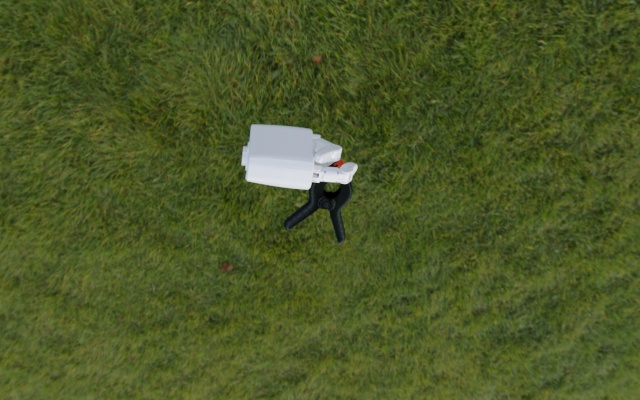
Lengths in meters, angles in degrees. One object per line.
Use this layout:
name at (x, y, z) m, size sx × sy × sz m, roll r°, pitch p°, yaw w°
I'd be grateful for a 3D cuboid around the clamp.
clamp at (0.000, 0.003, 0.875) m, size 0.120 × 0.171 × 0.039 m, roll 5°, pitch 29°, yaw -10°
